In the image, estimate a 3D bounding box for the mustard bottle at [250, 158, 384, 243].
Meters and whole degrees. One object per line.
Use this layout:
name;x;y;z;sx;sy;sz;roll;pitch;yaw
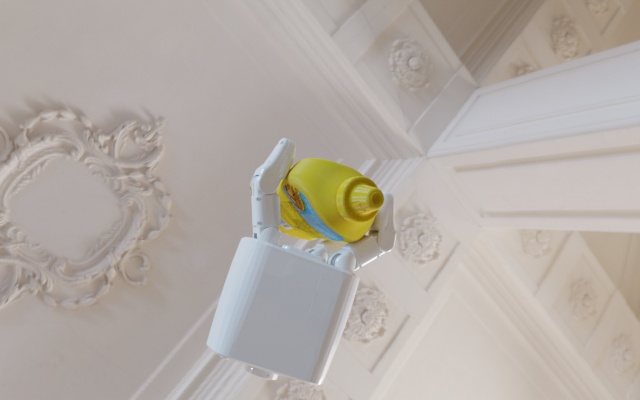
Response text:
mustard bottle;0.000;0.001;0.479;0.058;0.096;0.191;-48;20;-21
